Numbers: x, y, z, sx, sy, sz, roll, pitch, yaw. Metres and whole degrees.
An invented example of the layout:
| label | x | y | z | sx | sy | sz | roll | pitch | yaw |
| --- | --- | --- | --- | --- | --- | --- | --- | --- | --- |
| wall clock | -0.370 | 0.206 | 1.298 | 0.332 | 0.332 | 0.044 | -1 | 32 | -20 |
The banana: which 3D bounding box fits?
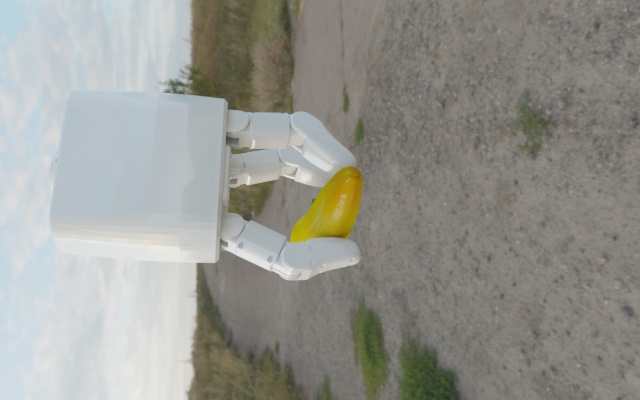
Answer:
| label | x | y | z | sx | sy | sz | roll | pitch | yaw |
| --- | --- | --- | --- | --- | --- | --- | --- | --- | --- |
| banana | -0.002 | 0.020 | 0.407 | 0.037 | 0.069 | 0.198 | 7 | -7 | -9 |
